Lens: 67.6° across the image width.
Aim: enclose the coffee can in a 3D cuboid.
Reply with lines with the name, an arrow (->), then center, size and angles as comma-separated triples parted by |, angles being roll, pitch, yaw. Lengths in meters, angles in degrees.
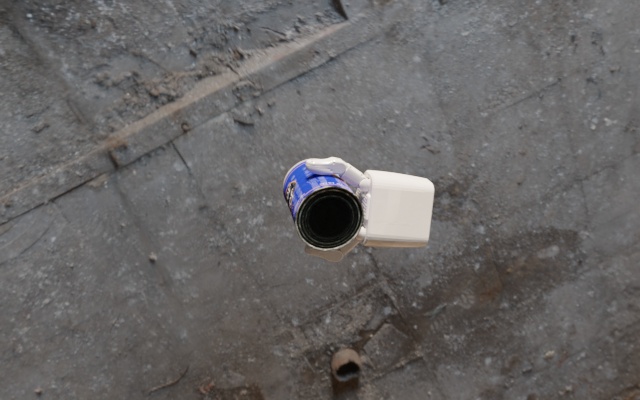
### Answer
coffee can -> 0.000, 0.002, 0.751 | 0.103, 0.103, 0.140 | 0, 21, -12
